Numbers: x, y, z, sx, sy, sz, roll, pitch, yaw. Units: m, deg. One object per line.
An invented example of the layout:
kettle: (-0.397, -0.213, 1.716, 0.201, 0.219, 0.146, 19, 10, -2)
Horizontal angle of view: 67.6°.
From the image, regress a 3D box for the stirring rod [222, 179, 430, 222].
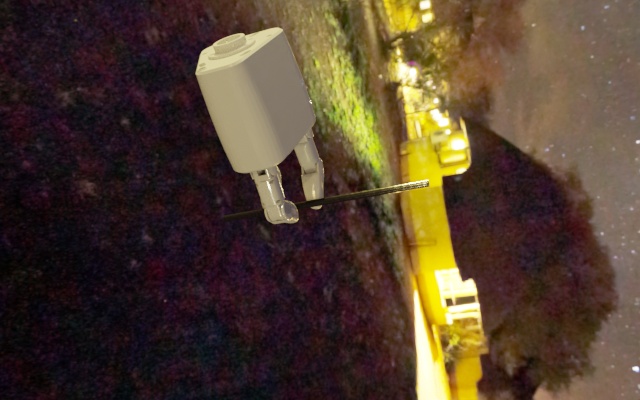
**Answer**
stirring rod: (0.000, 0.002, 0.535, 0.239, 0.011, 0.011, -10, -3, 15)
